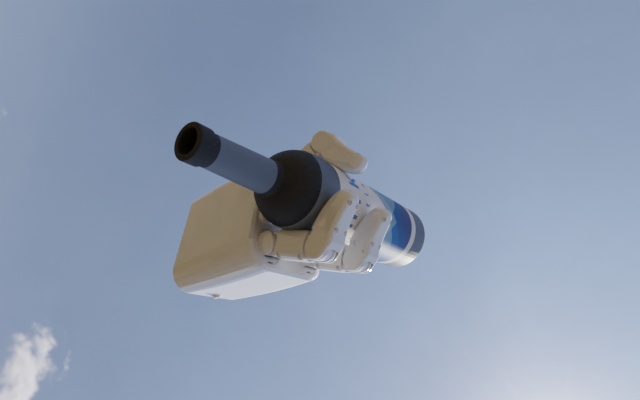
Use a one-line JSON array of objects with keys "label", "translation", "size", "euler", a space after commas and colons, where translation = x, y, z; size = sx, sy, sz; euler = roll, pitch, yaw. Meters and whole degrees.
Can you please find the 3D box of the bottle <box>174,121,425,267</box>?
[{"label": "bottle", "translation": [0.000, 0.001, 0.419], "size": [0.069, 0.069, 0.296], "euler": [0, -16, 37]}]
